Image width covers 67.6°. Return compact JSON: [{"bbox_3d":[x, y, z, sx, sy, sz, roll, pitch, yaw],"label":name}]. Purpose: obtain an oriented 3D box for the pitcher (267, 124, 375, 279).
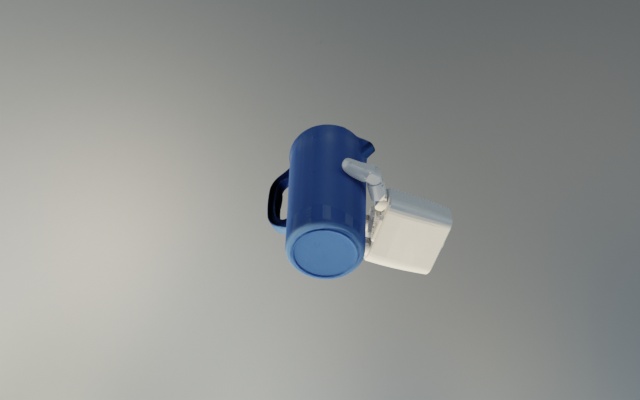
[{"bbox_3d":[0.000,0.002,0.729,0.145,0.149,0.242,17,36,-10],"label":"pitcher"}]
